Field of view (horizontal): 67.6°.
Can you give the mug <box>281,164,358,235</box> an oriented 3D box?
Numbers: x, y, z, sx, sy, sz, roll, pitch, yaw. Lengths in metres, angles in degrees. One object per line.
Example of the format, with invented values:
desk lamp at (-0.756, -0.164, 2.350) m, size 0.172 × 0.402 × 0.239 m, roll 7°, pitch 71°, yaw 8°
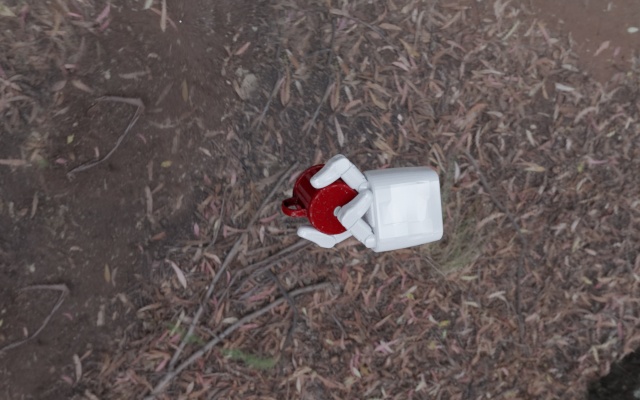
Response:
mug at (-0.001, 0.003, 0.711) m, size 0.117 × 0.093 × 0.081 m, roll -8°, pitch 22°, yaw -14°
